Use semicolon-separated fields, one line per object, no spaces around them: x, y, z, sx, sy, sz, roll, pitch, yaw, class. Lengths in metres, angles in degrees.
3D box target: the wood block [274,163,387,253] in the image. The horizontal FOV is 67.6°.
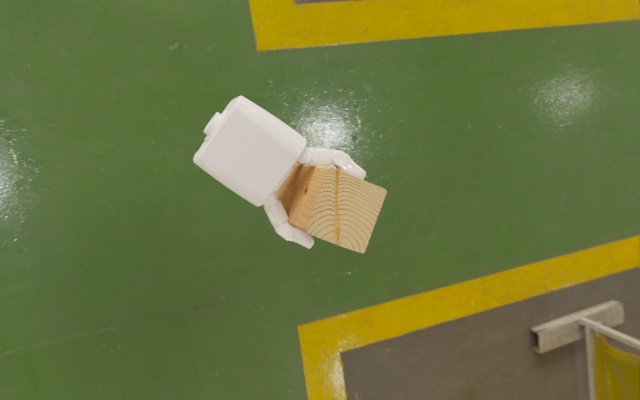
0.000;0.002;0.701;0.090;0.091;0.206;21;-1;-20;wood block
